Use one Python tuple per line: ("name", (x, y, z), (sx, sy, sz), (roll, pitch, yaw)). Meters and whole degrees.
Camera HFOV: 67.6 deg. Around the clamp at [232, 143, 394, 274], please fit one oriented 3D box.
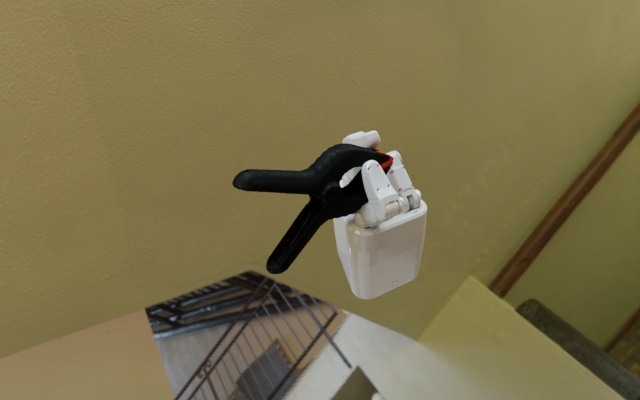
("clamp", (0.000, 0.001, 0.486), (0.171, 0.120, 0.039), (-20, 39, -22))
